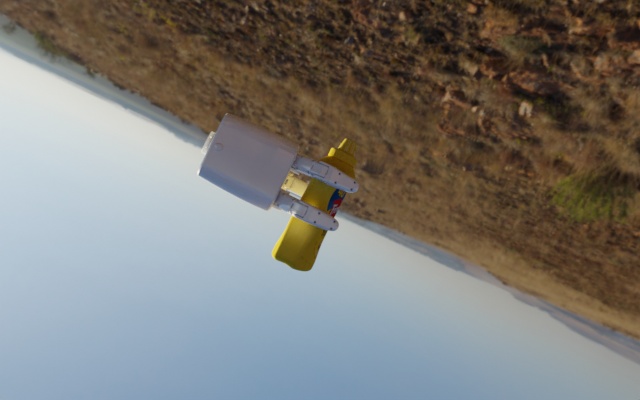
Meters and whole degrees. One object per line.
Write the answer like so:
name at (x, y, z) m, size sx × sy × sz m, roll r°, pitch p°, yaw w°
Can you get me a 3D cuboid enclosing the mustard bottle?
mustard bottle at (0.000, 0.003, 0.666) m, size 0.058 × 0.191 × 0.096 m, roll 26°, pitch -1°, yaw 13°
